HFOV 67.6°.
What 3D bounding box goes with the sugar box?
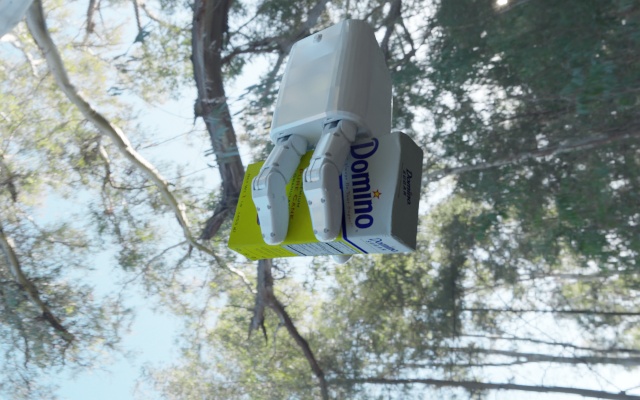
[{"bbox_3d":[0.000,0.001,0.423,0.176,0.093,0.048,-10,-30,38],"label":"sugar box"}]
